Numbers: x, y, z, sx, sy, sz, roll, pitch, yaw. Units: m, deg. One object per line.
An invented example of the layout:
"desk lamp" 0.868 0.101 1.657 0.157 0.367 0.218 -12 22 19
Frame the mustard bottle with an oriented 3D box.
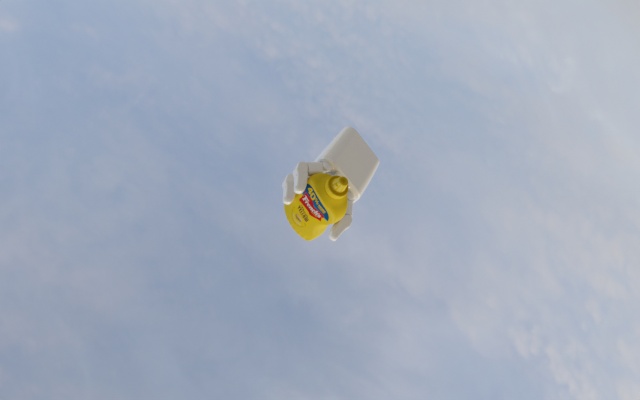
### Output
"mustard bottle" 0.000 0.003 0.883 0.058 0.096 0.192 -25 -9 -33
